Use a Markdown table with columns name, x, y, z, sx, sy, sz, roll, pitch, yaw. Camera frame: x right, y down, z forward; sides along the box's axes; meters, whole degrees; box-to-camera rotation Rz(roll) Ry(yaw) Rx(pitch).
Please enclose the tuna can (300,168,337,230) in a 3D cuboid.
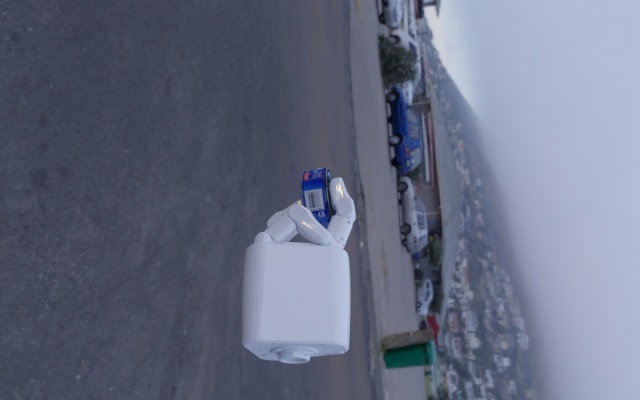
| name | x | y | z | sx | sy | sz | roll | pitch | yaw |
| --- | --- | --- | --- | --- | --- | --- | --- | --- | --- |
| tuna can | 0.001 | 0.002 | 0.607 | 0.034 | 0.086 | 0.086 | -9 | -2 | 9 |
